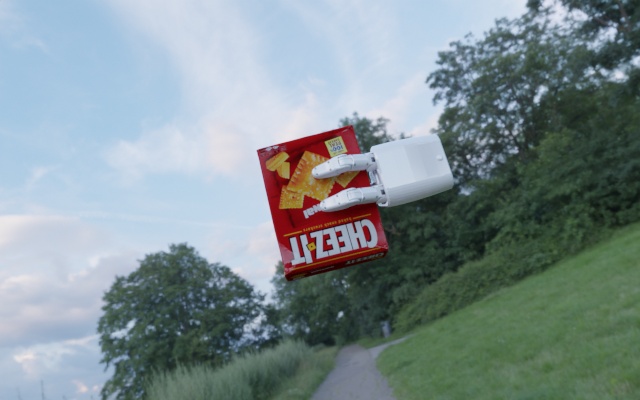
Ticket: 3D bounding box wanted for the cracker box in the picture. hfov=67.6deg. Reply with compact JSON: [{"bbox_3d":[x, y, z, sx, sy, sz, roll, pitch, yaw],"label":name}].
[{"bbox_3d":[0.000,0.002,0.762,0.164,0.213,0.072,-14,-17,-2],"label":"cracker box"}]
